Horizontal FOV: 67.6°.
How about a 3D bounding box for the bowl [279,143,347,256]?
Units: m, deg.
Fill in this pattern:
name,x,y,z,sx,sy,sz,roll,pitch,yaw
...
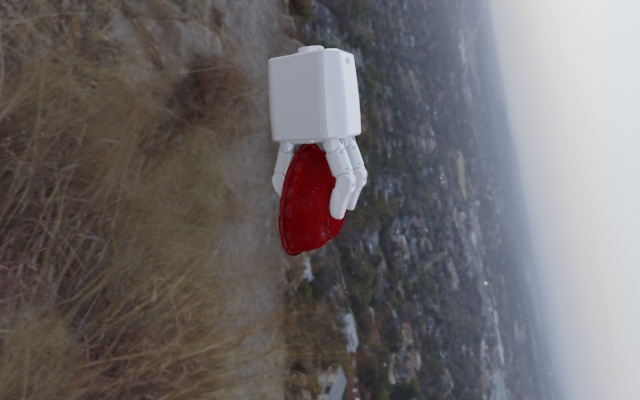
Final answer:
name,x,y,z,sx,sy,sz,roll,pitch,yaw
bowl,0.001,0.003,0.655,0.055,0.162,0.162,10,3,18
